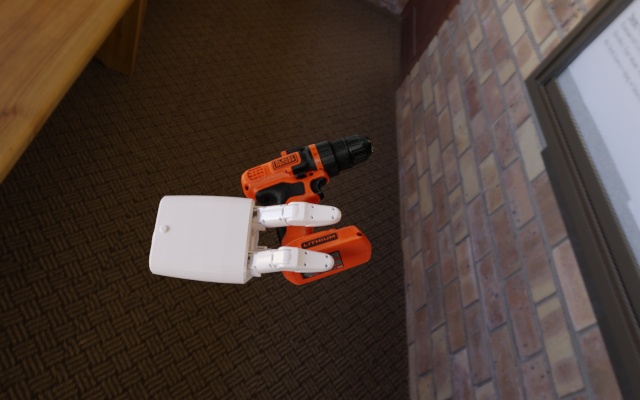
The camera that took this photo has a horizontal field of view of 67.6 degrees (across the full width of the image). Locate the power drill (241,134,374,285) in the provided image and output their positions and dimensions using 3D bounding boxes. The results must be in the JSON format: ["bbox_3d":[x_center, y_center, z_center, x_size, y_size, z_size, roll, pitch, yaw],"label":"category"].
[{"bbox_3d":[0.000,0.002,0.602,0.184,0.187,0.057,-21,-43,1],"label":"power drill"}]
